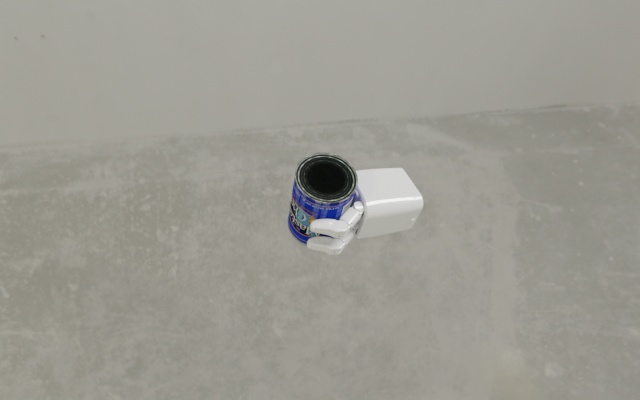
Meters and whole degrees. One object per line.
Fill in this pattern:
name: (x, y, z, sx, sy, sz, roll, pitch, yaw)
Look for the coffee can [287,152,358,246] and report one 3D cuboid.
coffee can: (0.000, 0.003, 0.811, 0.103, 0.102, 0.140, 0, -35, -9)
